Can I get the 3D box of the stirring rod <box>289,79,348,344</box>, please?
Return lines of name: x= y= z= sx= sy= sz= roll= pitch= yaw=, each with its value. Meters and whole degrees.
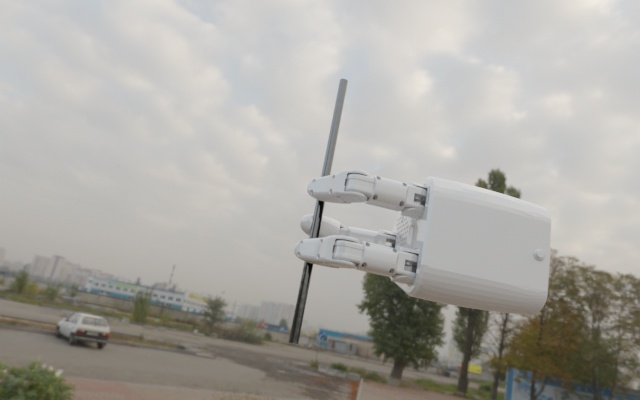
stirring rod: x=0.000 y=0.001 z=0.417 sx=0.011 sy=0.239 sz=0.011 roll=10 pitch=-15 yaw=3
